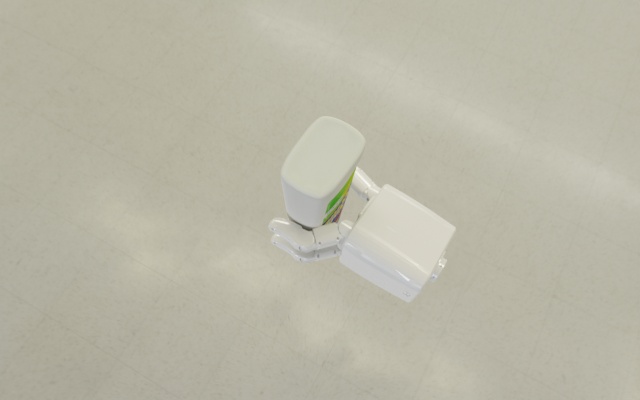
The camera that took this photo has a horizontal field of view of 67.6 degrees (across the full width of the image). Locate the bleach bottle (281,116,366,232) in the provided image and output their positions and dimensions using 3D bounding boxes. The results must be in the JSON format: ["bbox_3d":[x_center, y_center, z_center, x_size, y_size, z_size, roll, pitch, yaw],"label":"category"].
[{"bbox_3d":[0.000,0.002,0.620,0.068,0.102,0.251,32,-20,12],"label":"bleach bottle"}]
